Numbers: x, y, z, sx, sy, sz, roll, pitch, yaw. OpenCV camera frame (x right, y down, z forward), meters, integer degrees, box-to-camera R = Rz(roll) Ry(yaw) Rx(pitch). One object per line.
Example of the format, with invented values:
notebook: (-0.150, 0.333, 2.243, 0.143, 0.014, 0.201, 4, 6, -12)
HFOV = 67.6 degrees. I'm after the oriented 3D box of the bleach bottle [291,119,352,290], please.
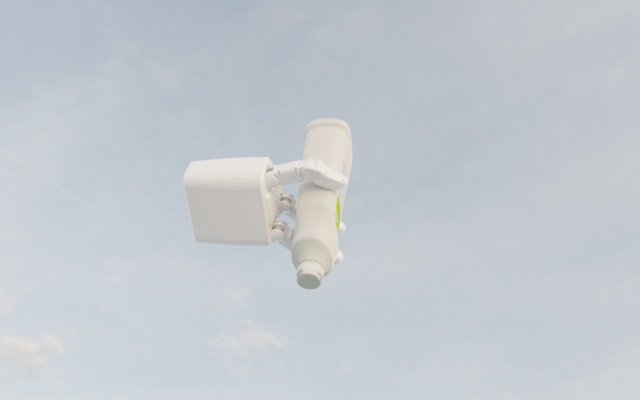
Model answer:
bleach bottle: (0.000, 0.002, 0.625, 0.068, 0.103, 0.250, -1, 42, 10)
